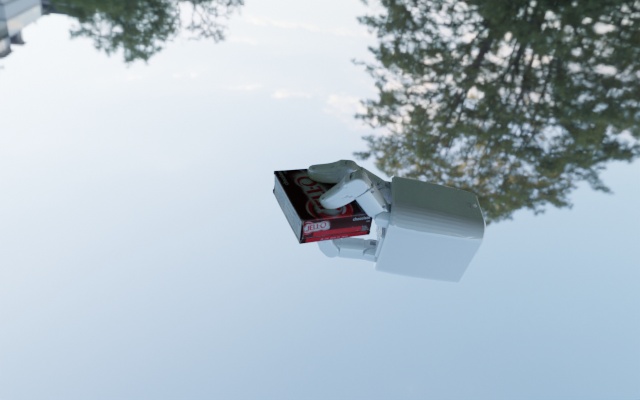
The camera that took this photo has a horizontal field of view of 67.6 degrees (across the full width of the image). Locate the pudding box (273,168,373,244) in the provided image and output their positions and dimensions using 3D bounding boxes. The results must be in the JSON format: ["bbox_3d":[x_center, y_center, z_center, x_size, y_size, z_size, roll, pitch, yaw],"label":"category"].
[{"bbox_3d":[0.000,0.002,0.576,0.090,0.039,0.113,-5,33,-22],"label":"pudding box"}]
